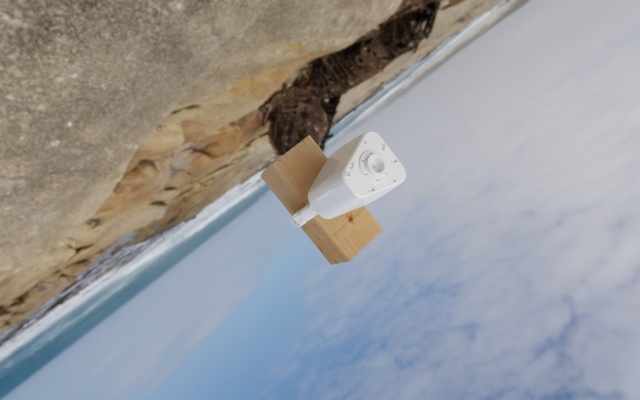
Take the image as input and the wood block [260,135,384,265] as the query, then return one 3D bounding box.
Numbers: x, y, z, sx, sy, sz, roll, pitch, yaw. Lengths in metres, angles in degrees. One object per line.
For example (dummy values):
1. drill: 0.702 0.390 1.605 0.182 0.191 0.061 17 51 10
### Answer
1. wood block: 0.000 0.003 0.836 0.091 0.206 0.090 -40 4 -22
